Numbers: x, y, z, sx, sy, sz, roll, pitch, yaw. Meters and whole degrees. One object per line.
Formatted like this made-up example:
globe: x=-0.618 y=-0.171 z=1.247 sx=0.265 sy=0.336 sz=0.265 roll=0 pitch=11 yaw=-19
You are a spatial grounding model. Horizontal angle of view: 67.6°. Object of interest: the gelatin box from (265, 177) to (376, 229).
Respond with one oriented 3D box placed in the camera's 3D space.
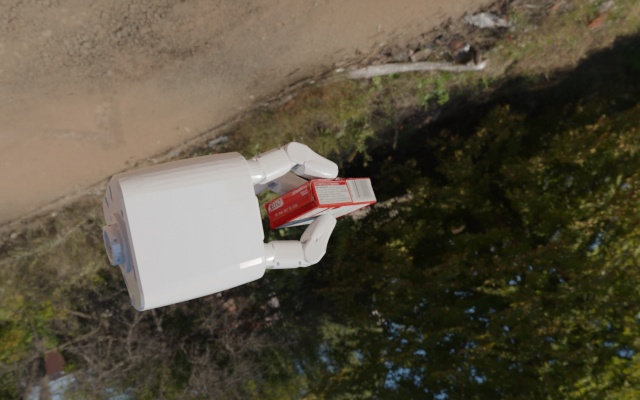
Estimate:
gelatin box: x=0.000 y=0.002 z=0.487 sx=0.089 sy=0.030 sz=0.073 roll=-5 pitch=-15 yaw=-45
